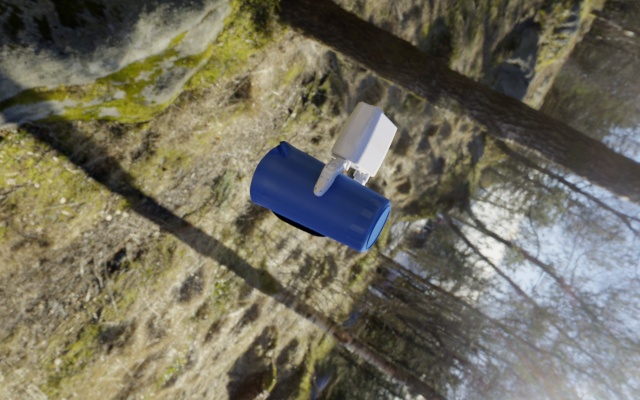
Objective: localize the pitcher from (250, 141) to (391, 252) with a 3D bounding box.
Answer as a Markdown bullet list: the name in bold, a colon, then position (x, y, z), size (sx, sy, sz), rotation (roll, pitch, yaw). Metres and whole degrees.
- **pitcher**: position (0.000, 0.003, 0.891), size (0.243, 0.145, 0.149), rotation (28, 2, 17)
